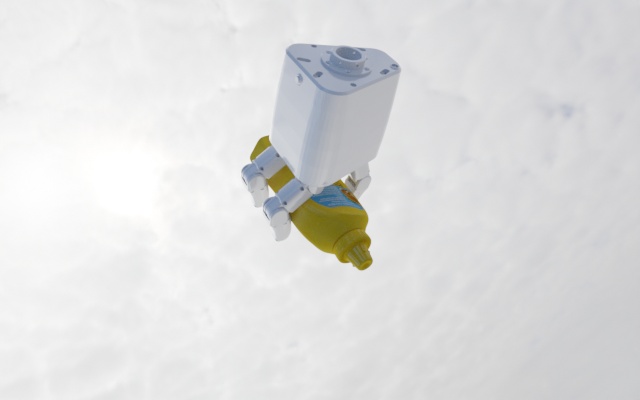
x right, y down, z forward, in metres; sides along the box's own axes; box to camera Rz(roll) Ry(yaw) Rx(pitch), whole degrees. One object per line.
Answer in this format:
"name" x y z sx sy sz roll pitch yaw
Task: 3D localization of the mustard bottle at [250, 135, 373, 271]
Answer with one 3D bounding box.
"mustard bottle" 0.000 0.002 0.537 0.096 0.058 0.191 7 37 -45
